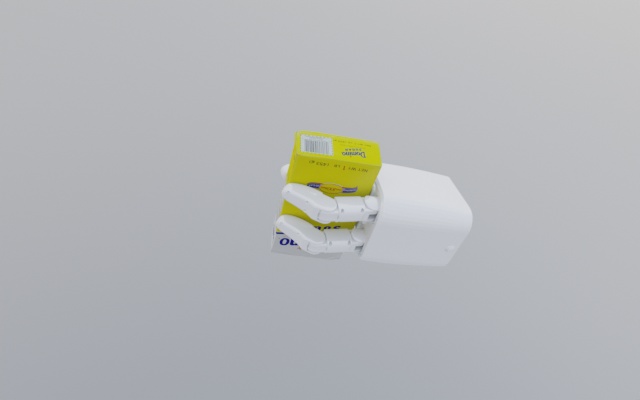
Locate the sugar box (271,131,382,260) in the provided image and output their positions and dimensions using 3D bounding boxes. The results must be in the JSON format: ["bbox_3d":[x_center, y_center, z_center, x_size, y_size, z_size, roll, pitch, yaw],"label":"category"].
[{"bbox_3d":[0.000,0.002,0.558,0.093,0.048,0.176,8,-44,-9],"label":"sugar box"}]
